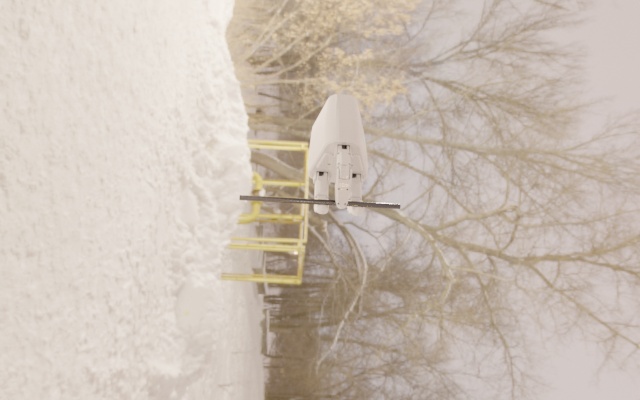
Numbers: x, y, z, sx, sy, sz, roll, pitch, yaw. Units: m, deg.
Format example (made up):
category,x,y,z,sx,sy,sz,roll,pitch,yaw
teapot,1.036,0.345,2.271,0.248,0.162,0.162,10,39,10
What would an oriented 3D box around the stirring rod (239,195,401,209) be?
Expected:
category,x,y,z,sx,sy,sz,roll,pitch,yaw
stirring rod,0.000,0.002,0.715,0.239,0.011,0.011,3,0,-3
